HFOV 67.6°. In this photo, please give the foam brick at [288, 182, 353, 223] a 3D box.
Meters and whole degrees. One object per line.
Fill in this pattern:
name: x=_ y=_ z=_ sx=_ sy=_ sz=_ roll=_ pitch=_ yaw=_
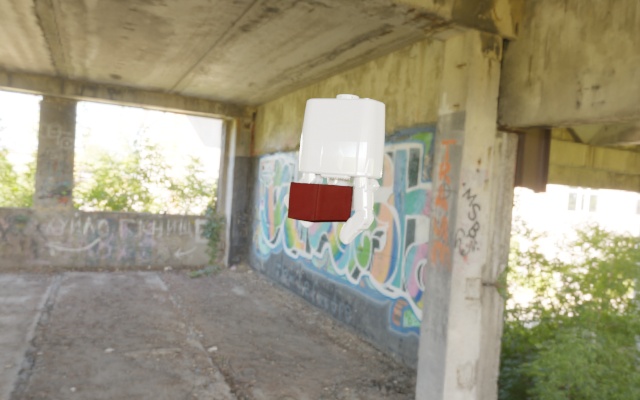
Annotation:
foam brick: x=0.000 y=0.002 z=0.658 sx=0.053 sy=0.051 sz=0.078 roll=7 pitch=4 yaw=40
